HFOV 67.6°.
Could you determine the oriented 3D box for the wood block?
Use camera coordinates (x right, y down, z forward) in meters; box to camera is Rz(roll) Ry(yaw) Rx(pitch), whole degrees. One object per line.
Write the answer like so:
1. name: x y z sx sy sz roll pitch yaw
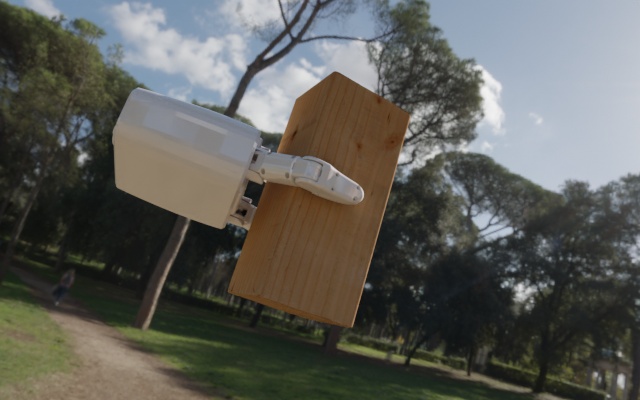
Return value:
1. wood block: 0.000 0.001 0.445 0.090 0.206 0.091 24 -17 -23
